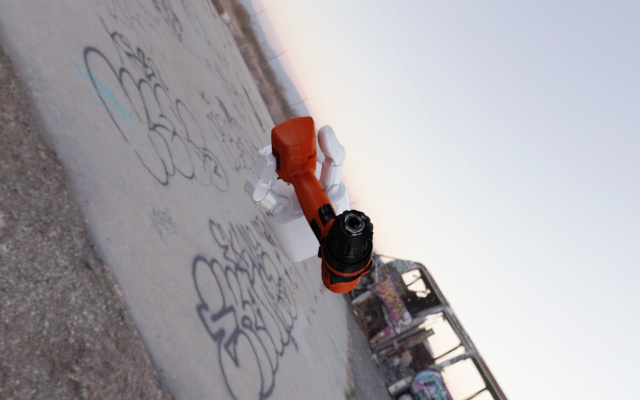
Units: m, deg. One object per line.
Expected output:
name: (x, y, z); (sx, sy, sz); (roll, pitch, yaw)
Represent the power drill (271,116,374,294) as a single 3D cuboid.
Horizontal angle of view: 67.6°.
power drill: (0.000, 0.001, 0.533); (0.057, 0.187, 0.184); (-18, -23, -12)
